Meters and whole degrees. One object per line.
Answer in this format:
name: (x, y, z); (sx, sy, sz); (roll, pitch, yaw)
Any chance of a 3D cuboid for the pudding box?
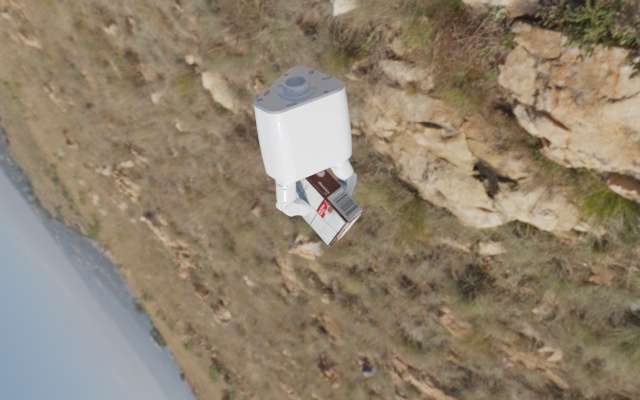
pudding box: (0.000, 0.002, 0.701); (0.039, 0.113, 0.090); (-36, -12, -29)
